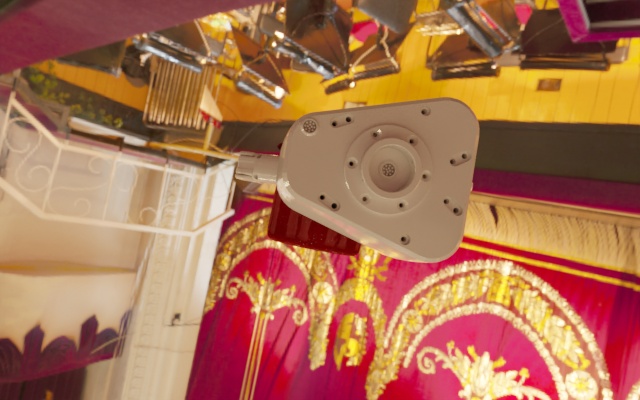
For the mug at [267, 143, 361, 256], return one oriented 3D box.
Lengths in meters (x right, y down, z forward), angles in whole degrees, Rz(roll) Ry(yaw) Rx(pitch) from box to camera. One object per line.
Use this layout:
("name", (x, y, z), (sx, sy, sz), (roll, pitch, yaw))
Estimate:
("mug", (0.000, 0.002, 0.425), (0.093, 0.081, 0.117), (12, -3, -3))
